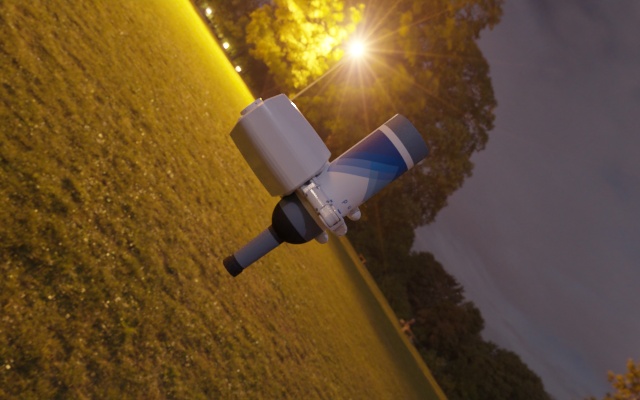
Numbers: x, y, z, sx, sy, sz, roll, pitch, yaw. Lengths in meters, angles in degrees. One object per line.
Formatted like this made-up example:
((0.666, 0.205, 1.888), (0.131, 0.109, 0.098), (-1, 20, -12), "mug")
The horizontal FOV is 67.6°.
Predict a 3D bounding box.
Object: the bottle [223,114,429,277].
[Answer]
((0.000, 0.002, 0.616), (0.296, 0.069, 0.069), (-36, -1, 1), "bottle")
